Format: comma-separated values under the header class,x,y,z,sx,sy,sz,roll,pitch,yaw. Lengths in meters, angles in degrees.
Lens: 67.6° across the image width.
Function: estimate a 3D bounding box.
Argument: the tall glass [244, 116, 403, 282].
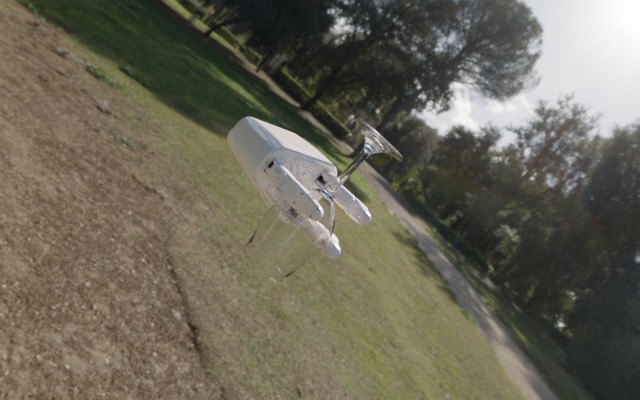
class,x,y,z,sx,sy,sz,roll,pitch,yaw
tall glass,0.001,0.001,0.555,0.079,0.201,0.079,42,5,-4
